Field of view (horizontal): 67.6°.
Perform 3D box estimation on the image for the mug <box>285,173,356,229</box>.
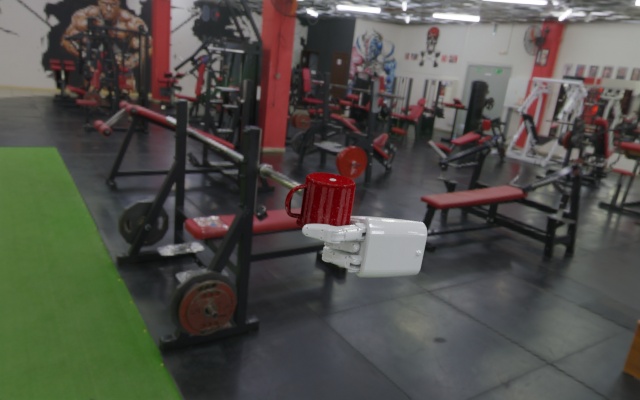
[{"bbox_3d":[-0.001,0.002,0.769,0.117,0.081,0.093,3,16,-18],"label":"mug"}]
